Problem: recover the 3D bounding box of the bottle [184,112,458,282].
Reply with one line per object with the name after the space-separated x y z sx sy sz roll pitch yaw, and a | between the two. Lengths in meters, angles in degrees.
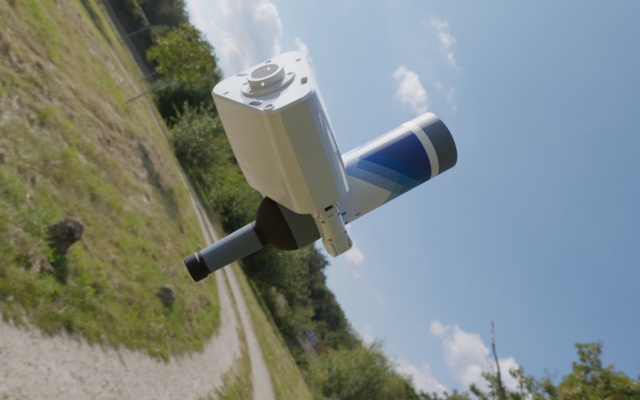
0.000 0.002 0.494 0.295 0.069 0.069 -28 5 -10 | bottle
